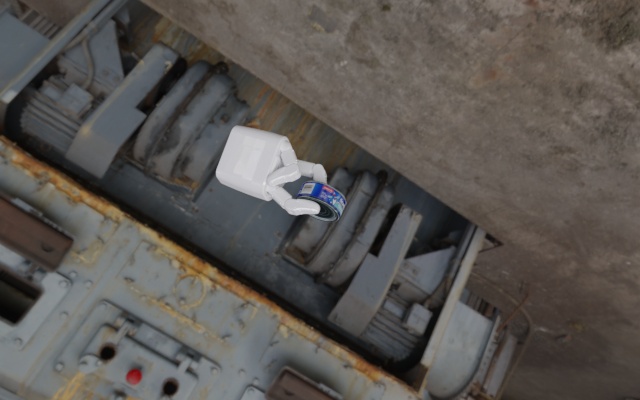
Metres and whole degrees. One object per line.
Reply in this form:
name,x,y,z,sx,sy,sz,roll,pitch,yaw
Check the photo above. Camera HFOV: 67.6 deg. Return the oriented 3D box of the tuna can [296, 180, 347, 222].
tuna can,0.000,0.003,0.839,0.086,0.033,0.086,20,-25,10
